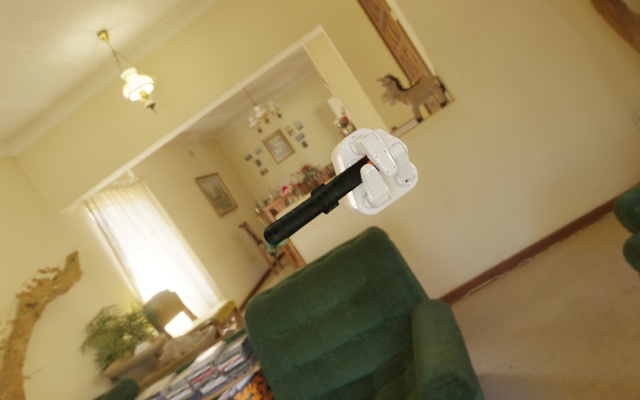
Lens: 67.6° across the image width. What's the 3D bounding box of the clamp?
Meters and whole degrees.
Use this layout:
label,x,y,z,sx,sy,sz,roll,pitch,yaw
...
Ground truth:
label,x,y,z,sx,sy,sz,roll,pitch,yaw
clamp,0.000,0.001,0.624,0.171,0.039,0.120,-34,3,-7
